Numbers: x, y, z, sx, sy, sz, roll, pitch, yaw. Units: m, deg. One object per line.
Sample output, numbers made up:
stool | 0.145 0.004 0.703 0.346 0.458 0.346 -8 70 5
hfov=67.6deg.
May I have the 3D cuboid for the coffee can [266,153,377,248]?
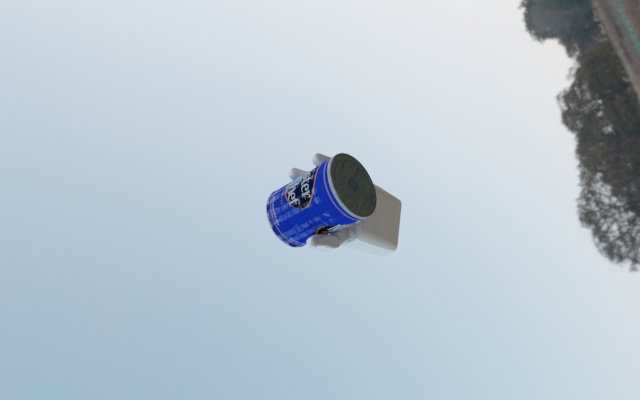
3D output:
coffee can | 0.000 0.002 0.735 0.140 0.102 0.103 -27 -17 36
